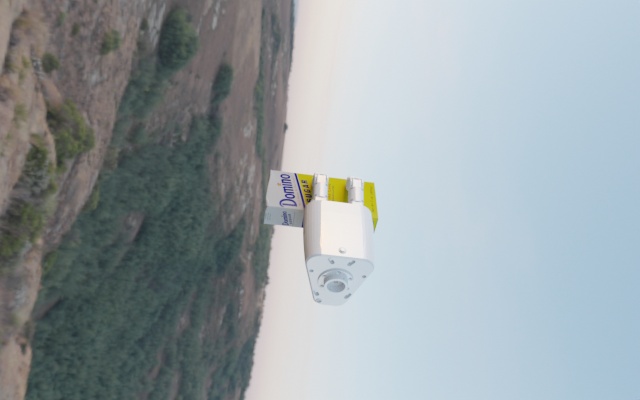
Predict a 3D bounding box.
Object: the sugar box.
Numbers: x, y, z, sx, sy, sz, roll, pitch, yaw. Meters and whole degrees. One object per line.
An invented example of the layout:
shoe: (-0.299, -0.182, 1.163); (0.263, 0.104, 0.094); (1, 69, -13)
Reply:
sugar box: (0.000, 0.002, 0.767); (0.176, 0.048, 0.093); (8, 41, -7)
